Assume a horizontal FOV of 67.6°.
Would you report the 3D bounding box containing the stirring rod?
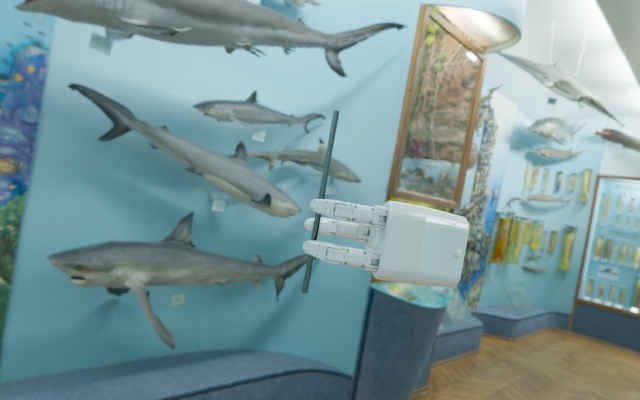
[{"bbox_3d":[0.000,0.002,0.623,0.011,0.239,0.011,10,1,0],"label":"stirring rod"}]
